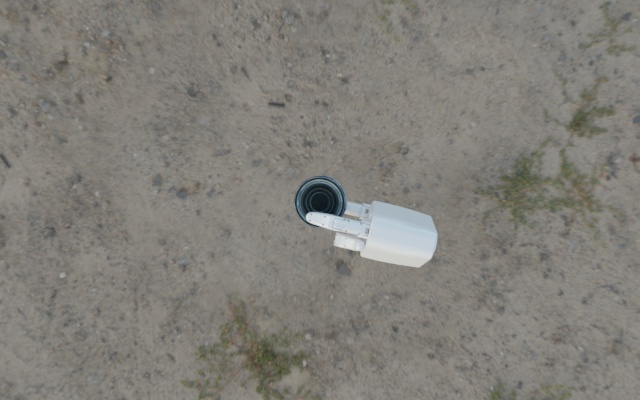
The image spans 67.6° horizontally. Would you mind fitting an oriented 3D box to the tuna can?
[{"bbox_3d":[0.000,0.003,0.776,0.086,0.086,0.034,0,2,6],"label":"tuna can"}]
